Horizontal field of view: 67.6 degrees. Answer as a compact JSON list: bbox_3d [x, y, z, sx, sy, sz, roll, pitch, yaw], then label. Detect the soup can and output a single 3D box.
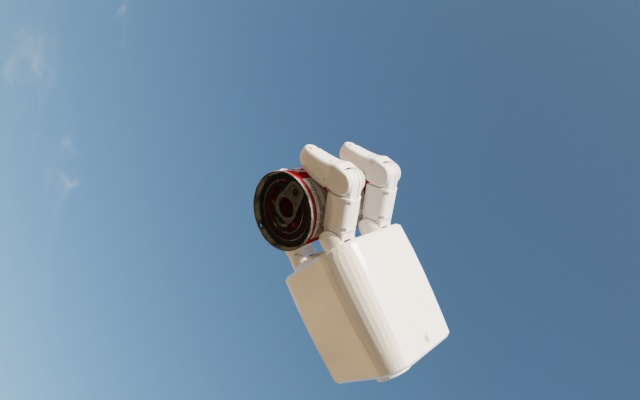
[{"bbox_3d":[0.000,0.001,0.432,0.068,0.068,0.102,0,9,41],"label":"soup can"}]
